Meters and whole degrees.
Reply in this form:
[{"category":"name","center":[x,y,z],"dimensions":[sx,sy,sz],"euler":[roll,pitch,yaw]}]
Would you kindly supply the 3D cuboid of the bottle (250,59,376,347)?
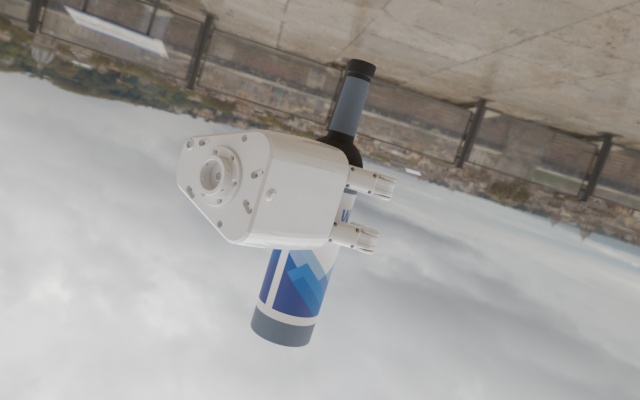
[{"category":"bottle","center":[0.000,0.002,0.496],"dimensions":[0.069,0.296,0.069],"euler":[17,6,-2]}]
